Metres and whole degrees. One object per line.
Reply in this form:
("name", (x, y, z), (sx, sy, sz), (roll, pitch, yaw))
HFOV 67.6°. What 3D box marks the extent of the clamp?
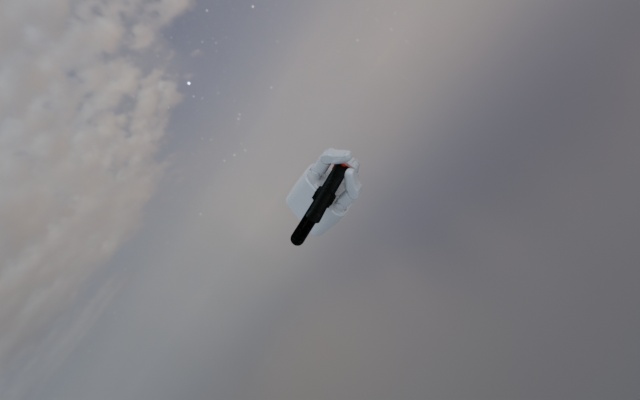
("clamp", (0.000, 0.002, 0.843), (0.039, 0.171, 0.120), (38, -40, -5))
